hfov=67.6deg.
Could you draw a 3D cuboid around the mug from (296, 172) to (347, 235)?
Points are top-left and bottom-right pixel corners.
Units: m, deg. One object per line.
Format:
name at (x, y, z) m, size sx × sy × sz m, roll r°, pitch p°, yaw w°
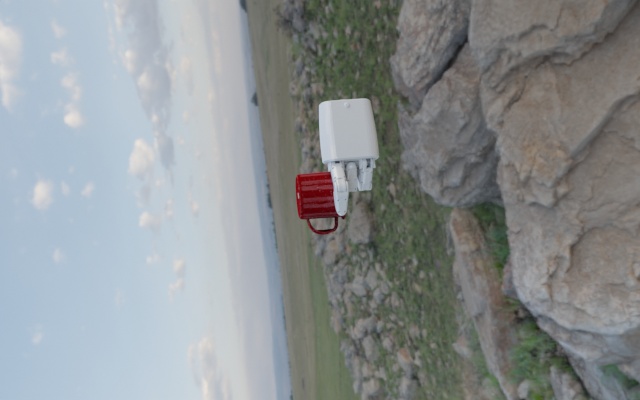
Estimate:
mug at (0.000, 0.004, 0.853) m, size 0.081 × 0.117 × 0.093 m, roll -5°, pitch -5°, yaw -7°
